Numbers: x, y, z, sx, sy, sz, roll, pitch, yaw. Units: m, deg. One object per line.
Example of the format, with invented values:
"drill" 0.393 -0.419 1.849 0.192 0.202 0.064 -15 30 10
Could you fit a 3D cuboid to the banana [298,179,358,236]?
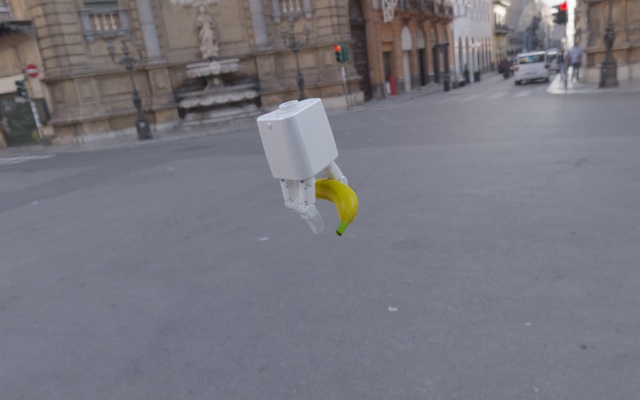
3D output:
"banana" 0.017 -0.006 0.820 0.069 0.037 0.197 -31 27 -8
